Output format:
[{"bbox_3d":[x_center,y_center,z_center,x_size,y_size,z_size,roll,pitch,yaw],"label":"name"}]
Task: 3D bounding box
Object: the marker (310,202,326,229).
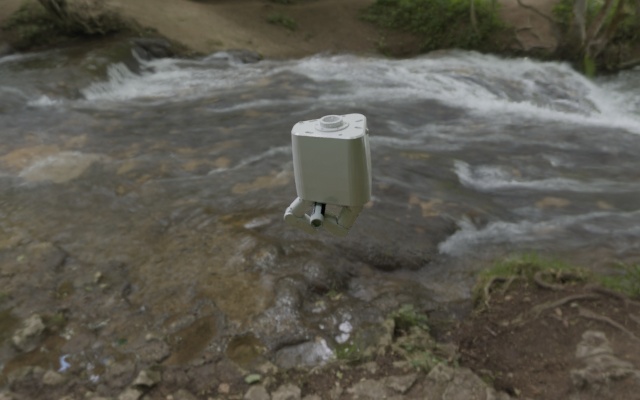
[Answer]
[{"bbox_3d":[0.000,0.002,0.720,0.020,0.020,0.121,0,30,6],"label":"marker"}]
